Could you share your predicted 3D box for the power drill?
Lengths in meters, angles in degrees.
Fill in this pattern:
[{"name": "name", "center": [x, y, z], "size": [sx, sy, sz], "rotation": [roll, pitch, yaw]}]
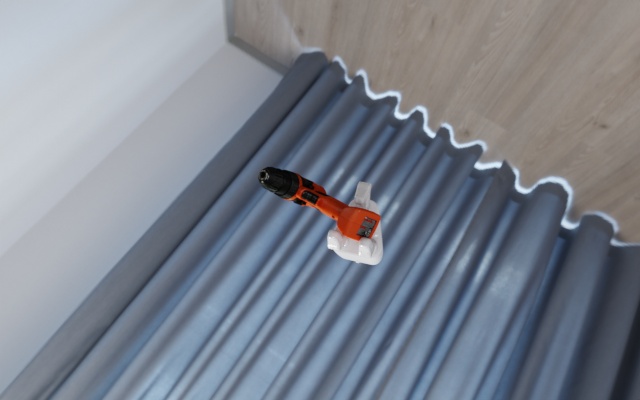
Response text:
[{"name": "power drill", "center": [0.001, 0.003, 0.839], "size": [0.187, 0.057, 0.184], "rotation": [31, 7, 33]}]
